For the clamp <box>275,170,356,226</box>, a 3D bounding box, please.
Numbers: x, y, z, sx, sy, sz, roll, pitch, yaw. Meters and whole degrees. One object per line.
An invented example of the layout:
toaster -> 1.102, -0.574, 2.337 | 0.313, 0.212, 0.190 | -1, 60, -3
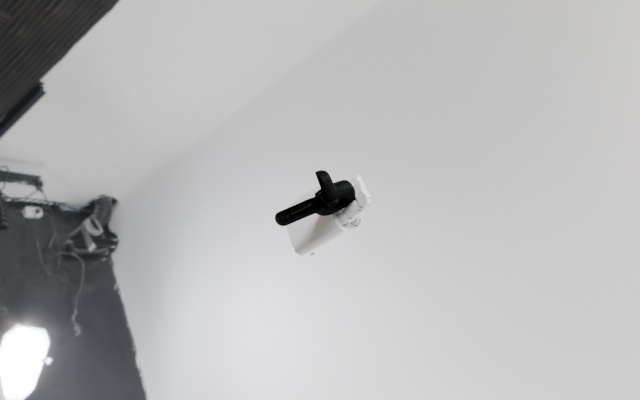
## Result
clamp -> 0.000, 0.002, 0.803 | 0.120, 0.039, 0.171 | -36, -22, 20
